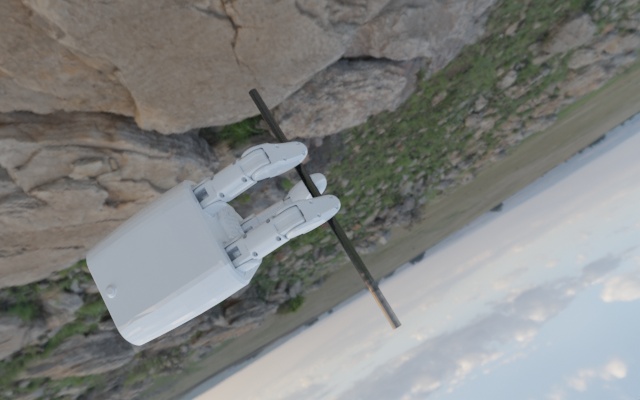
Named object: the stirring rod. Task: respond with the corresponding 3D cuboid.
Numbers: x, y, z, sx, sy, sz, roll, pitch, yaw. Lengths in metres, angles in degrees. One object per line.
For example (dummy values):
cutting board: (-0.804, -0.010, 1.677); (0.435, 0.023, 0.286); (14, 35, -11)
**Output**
stirring rod: (0.000, 0.001, 0.407); (0.011, 0.239, 0.011); (-30, -12, -7)
